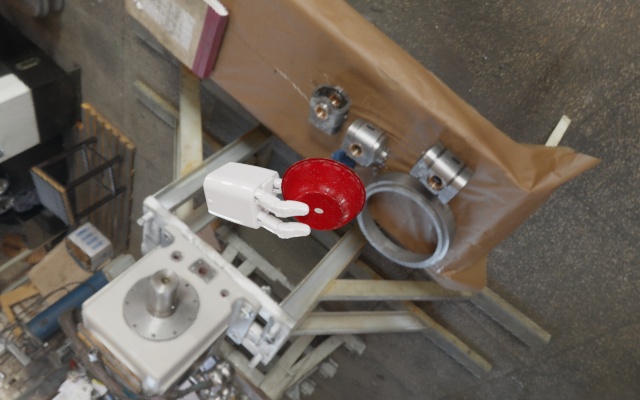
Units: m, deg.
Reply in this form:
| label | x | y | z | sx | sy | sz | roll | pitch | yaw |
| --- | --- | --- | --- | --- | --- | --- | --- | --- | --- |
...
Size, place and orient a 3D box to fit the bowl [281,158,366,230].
| label | x | y | z | sx | sy | sz | roll | pitch | yaw |
| --- | --- | --- | --- | --- | --- | --- | --- | --- | --- |
| bowl | 0.001 | 0.003 | 0.868 | 0.162 | 0.162 | 0.055 | 0 | 40 | 13 |
